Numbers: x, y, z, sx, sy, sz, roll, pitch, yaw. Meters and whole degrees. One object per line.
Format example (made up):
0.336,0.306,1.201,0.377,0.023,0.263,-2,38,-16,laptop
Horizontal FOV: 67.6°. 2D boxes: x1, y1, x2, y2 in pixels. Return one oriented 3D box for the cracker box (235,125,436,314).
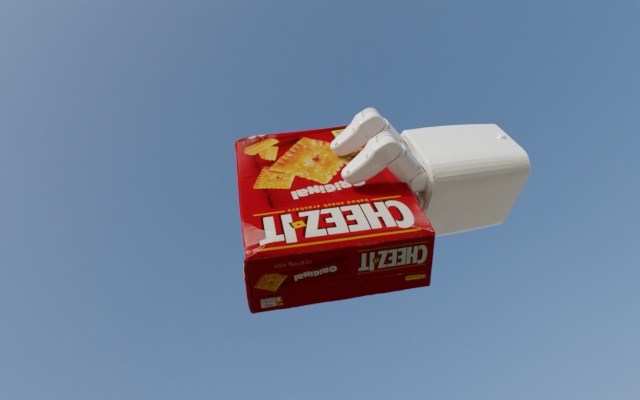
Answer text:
0.000,0.002,0.485,0.164,0.072,0.213,-8,35,-7,cracker box
